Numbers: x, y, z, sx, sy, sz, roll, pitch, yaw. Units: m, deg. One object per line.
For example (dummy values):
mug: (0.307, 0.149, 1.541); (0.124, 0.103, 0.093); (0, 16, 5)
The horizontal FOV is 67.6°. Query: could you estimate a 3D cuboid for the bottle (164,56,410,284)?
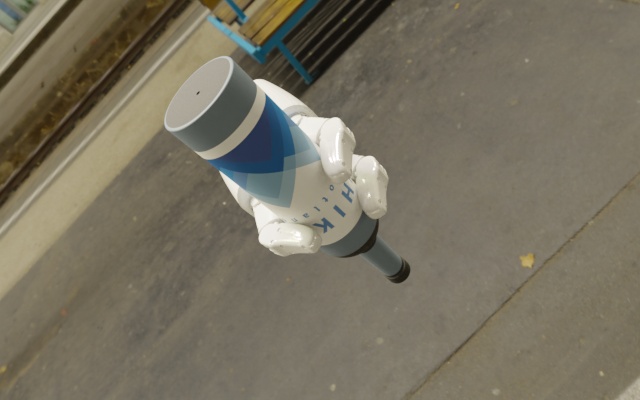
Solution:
bottle: (0.000, 0.001, 0.422); (0.069, 0.069, 0.296); (0, -31, 42)
